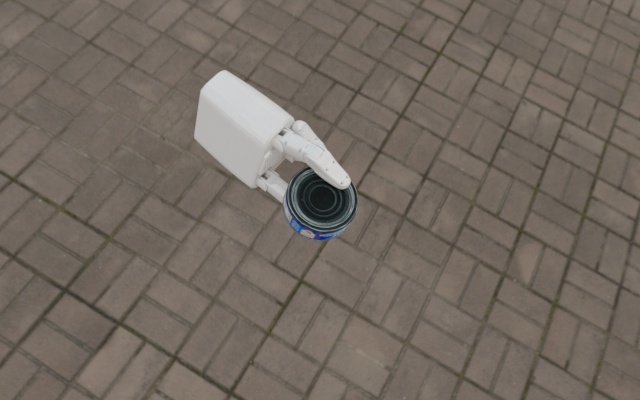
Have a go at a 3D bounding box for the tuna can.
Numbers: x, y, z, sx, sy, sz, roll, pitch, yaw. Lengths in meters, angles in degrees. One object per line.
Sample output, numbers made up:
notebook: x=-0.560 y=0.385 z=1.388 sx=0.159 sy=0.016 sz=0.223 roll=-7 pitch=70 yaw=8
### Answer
tuna can: x=0.000 y=0.002 z=0.555 sx=0.086 sy=0.086 sz=0.034 roll=0 pitch=-21 yaw=-12
